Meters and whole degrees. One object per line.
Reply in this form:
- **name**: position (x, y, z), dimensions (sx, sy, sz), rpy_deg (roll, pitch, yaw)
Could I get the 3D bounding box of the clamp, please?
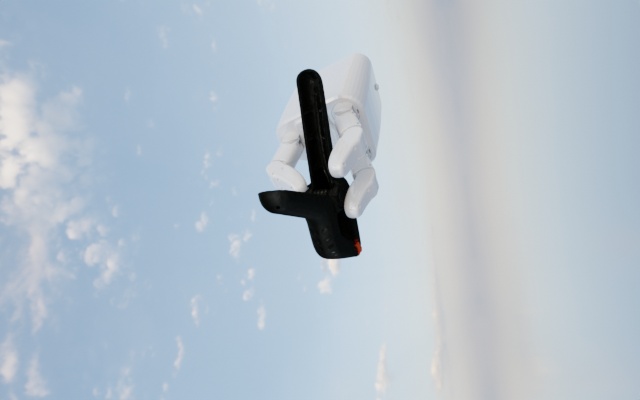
- **clamp**: position (0.000, 0.002, 0.473), dimensions (0.036, 0.210, 0.164), rpy_deg (-3, 43, 21)
